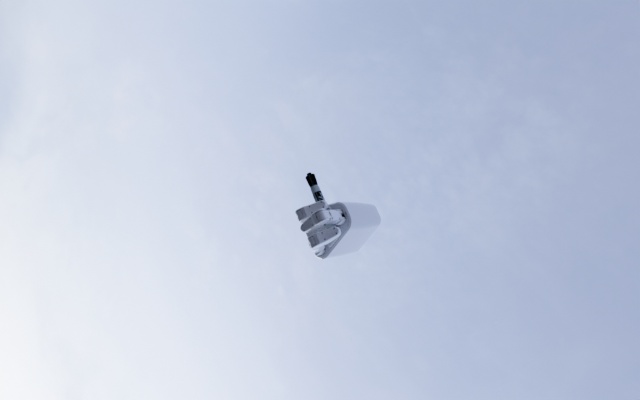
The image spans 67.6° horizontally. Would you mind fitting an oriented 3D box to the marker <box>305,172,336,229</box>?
[{"bbox_3d":[0.000,0.003,0.869,0.020,0.121,0.020,-20,-18,-7],"label":"marker"}]
